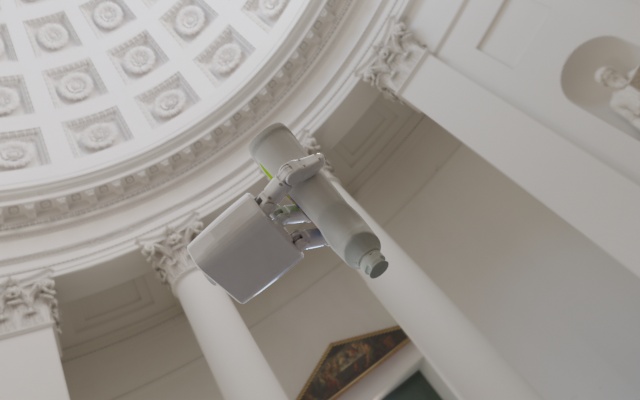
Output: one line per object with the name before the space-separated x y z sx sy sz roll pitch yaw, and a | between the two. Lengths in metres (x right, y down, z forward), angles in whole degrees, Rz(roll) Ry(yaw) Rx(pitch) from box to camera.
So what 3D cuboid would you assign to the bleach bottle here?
bleach bottle | 0.000 0.002 0.628 0.250 0.068 0.103 49 -2 37
